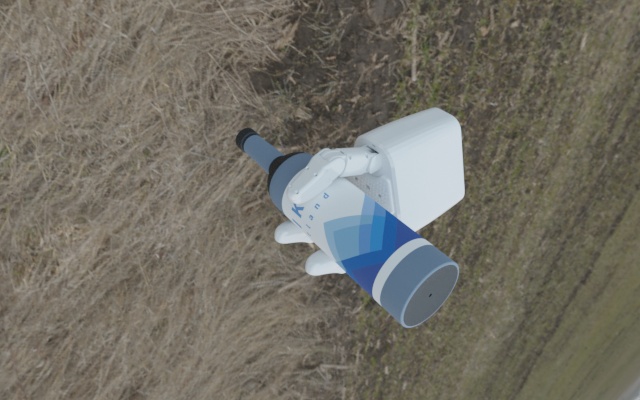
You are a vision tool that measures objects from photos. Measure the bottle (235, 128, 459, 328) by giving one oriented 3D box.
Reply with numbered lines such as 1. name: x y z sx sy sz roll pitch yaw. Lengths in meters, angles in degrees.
1. bottle: 0.000 0.002 0.472 0.069 0.069 0.295 0 31 -45
